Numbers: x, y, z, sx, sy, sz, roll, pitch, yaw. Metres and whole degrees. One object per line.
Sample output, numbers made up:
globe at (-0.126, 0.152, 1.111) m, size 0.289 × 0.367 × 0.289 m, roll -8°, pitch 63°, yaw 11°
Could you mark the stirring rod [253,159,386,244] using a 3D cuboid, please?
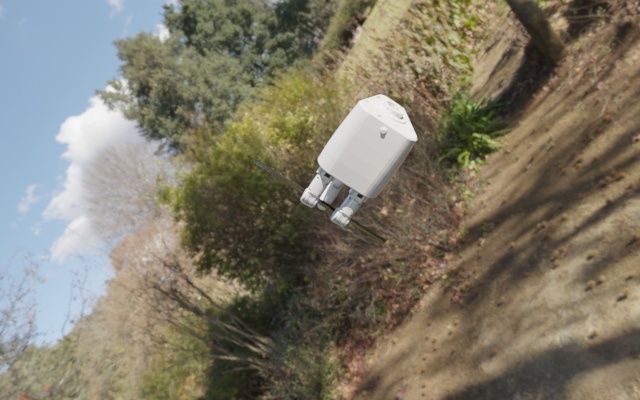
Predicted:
stirring rod at (0.000, 0.002, 0.742) m, size 0.239 × 0.011 × 0.011 m, roll 32°, pitch -4°, yaw -6°
